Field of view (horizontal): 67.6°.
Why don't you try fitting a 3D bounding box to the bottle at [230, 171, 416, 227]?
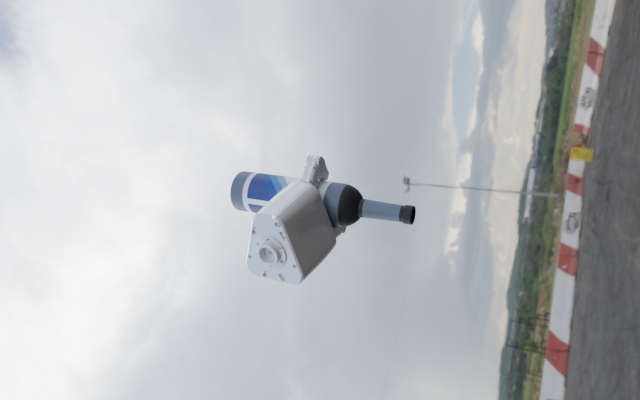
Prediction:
[{"bbox_3d":[0.000,0.002,0.743,0.295,0.069,0.069,8,3,24],"label":"bottle"}]
